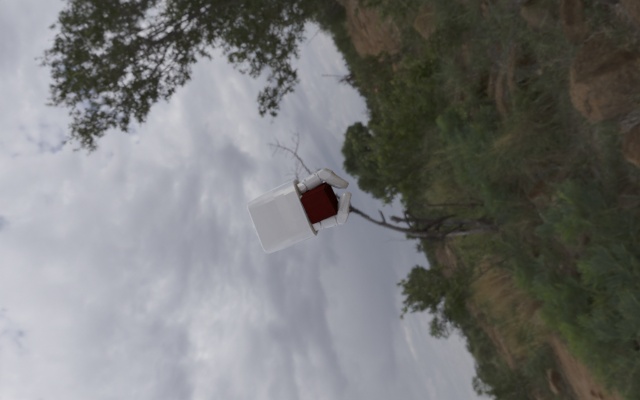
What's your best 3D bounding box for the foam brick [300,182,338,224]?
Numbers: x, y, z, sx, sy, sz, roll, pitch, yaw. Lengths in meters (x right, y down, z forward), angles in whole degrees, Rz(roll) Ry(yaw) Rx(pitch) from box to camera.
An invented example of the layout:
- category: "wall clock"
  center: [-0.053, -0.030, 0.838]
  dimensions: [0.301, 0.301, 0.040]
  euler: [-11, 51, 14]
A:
- category: "foam brick"
  center: [0.000, 0.003, 0.887]
  dimensions: [0.051, 0.053, 0.078]
  euler: [-23, 10, 10]
